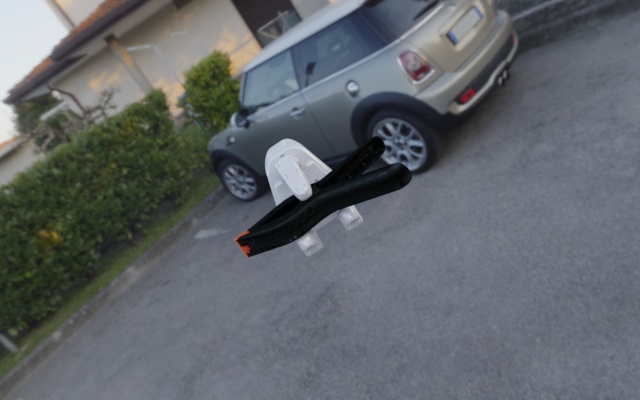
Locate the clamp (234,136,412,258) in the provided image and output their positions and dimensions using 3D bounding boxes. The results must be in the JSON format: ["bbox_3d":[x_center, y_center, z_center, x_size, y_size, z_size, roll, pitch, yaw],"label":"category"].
[{"bbox_3d":[-0.001,0.001,0.520,0.210,0.036,0.164,-34,15,1],"label":"clamp"}]
